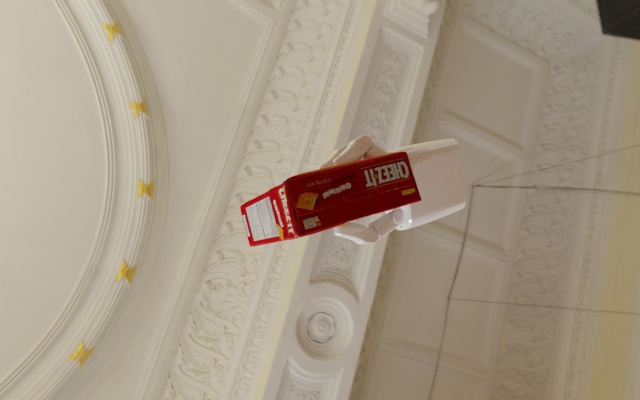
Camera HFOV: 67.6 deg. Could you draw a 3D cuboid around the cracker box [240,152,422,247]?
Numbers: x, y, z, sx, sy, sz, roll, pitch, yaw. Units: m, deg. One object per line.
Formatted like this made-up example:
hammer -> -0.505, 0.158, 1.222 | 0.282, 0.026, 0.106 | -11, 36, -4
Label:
cracker box -> 0.000, 0.002, 0.627 | 0.164, 0.072, 0.214 | -16, -2, -24
